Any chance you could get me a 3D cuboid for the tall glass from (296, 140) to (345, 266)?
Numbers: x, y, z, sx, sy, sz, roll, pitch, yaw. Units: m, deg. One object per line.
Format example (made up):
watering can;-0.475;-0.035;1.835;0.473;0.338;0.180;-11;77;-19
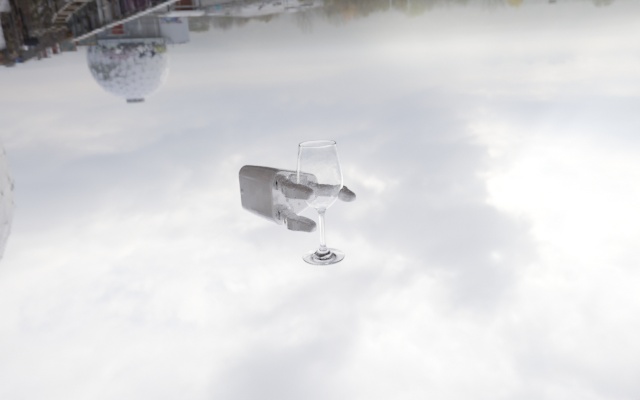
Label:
tall glass;0.000;0.003;0.800;0.079;0.201;0.079;-3;17;1
